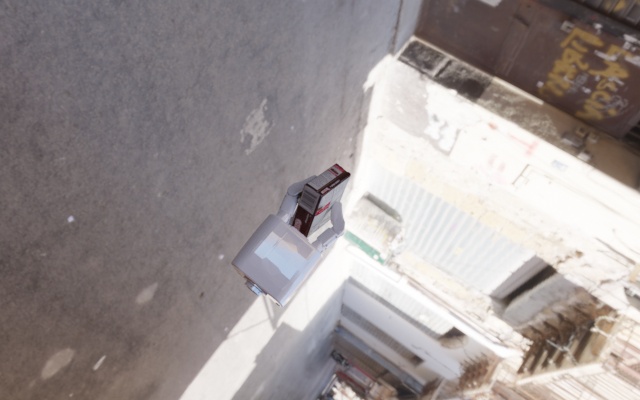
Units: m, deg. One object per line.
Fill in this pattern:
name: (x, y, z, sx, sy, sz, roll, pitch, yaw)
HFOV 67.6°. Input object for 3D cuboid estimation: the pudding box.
pudding box: (0.000, 0.003, 0.819, 0.039, 0.114, 0.090, 37, 45, 16)
